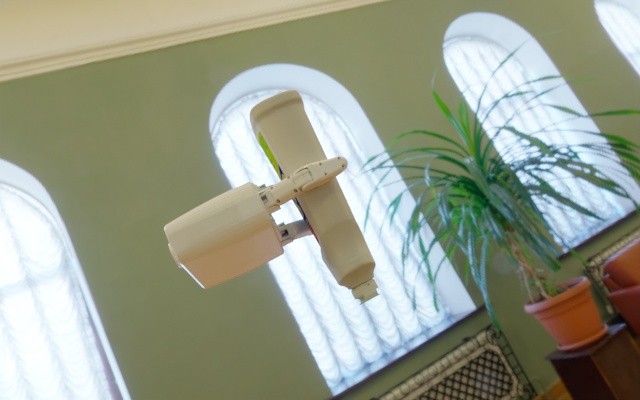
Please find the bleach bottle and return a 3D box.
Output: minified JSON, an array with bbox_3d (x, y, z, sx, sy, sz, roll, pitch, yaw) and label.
[{"bbox_3d":[0.000,0.002,0.559,0.068,0.250,0.102,-26,-13,-8],"label":"bleach bottle"}]
